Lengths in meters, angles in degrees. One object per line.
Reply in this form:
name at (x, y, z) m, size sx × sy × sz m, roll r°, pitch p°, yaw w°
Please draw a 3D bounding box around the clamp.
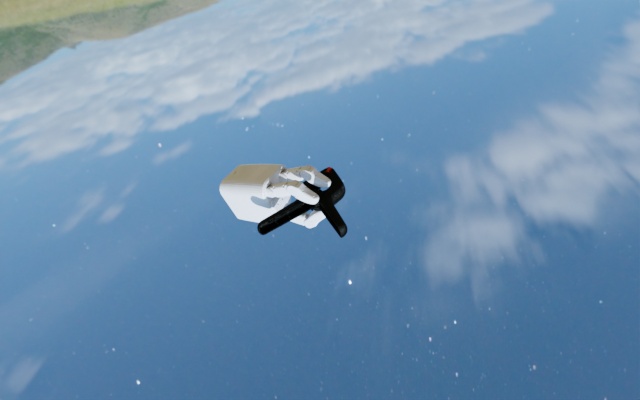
clamp at (0.000, 0.003, 0.885) m, size 0.164 × 0.036 × 0.210 m, roll 6°, pitch 36°, yaw 26°
